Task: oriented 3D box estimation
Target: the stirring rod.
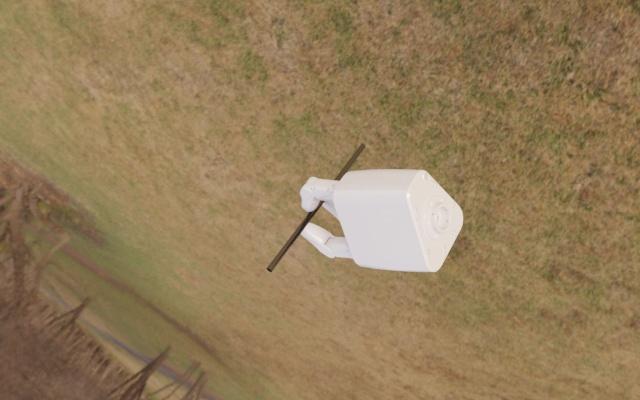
[{"bbox_3d":[0.000,0.002,0.643,0.011,0.011,0.239,0,44,46],"label":"stirring rod"}]
